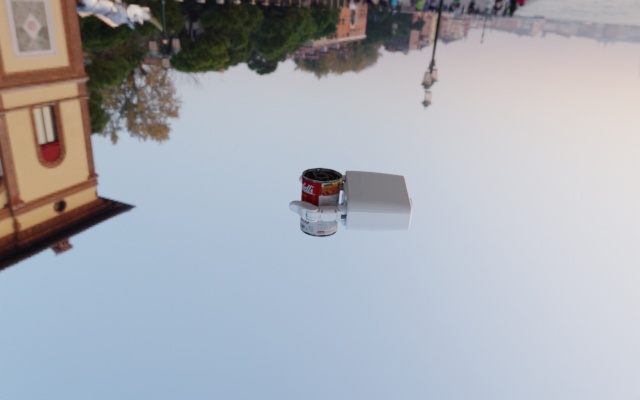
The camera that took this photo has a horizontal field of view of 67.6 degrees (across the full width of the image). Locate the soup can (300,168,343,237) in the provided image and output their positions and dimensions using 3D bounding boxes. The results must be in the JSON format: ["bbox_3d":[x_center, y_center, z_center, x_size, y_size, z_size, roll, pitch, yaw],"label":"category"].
[{"bbox_3d":[0.000,0.003,0.816,0.068,0.102,0.068,3,23,-1],"label":"soup can"}]
